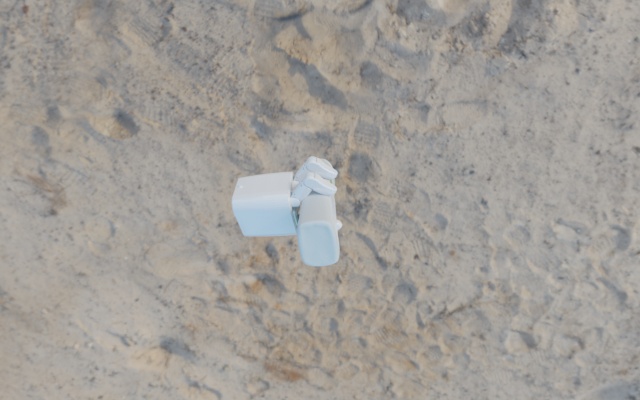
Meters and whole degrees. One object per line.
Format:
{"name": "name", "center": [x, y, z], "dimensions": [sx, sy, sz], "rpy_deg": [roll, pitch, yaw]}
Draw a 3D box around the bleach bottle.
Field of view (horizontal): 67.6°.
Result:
{"name": "bleach bottle", "center": [0.000, 0.003, 0.897], "dimensions": [0.068, 0.103, 0.250], "rpy_deg": [-5, 34, 6]}
